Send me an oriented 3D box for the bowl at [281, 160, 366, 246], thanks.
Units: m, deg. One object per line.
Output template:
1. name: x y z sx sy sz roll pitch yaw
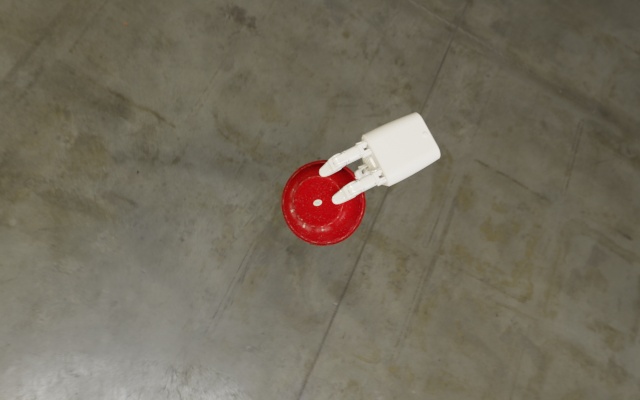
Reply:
1. bowl: -0.001 0.004 0.871 0.162 0.162 0.055 0 -3 10
